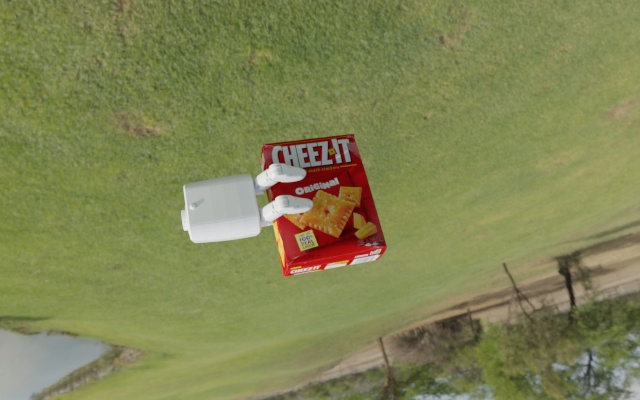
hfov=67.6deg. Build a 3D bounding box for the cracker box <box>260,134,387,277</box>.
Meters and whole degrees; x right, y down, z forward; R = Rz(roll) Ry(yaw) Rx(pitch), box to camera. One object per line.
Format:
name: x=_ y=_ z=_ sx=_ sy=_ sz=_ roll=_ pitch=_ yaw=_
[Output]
cracker box: x=0.000 y=0.003 z=0.783 sx=0.164 sy=0.213 sz=0.072 roll=-8 pitch=-23 yaw=-14
